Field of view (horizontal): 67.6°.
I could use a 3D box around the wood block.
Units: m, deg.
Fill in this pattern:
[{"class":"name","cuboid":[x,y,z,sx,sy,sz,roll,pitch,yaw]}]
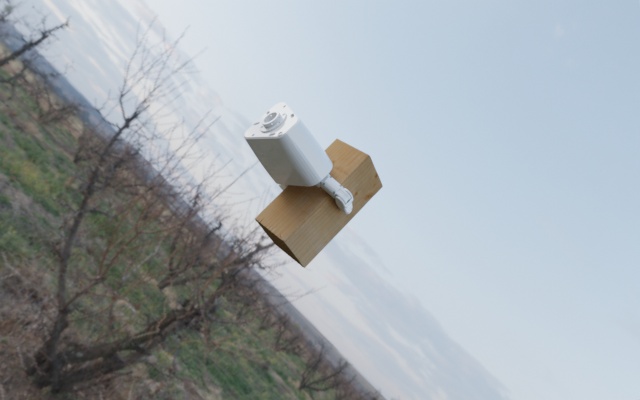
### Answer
[{"class":"wood block","cuboid":[0.000,0.003,0.836,0.090,0.206,0.090,34,-17,40]}]
